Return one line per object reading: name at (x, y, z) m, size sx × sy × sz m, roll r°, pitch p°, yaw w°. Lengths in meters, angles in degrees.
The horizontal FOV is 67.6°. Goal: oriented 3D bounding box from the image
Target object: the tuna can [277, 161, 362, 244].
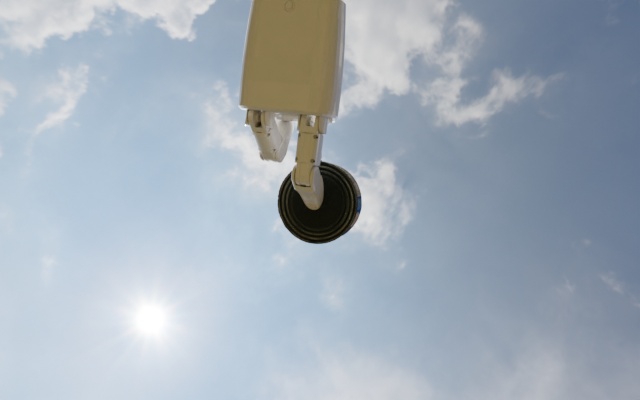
tuna can at (0.000, 0.002, 0.506) m, size 0.086 × 0.086 × 0.034 m, roll 0°, pitch 2°, yaw 15°
